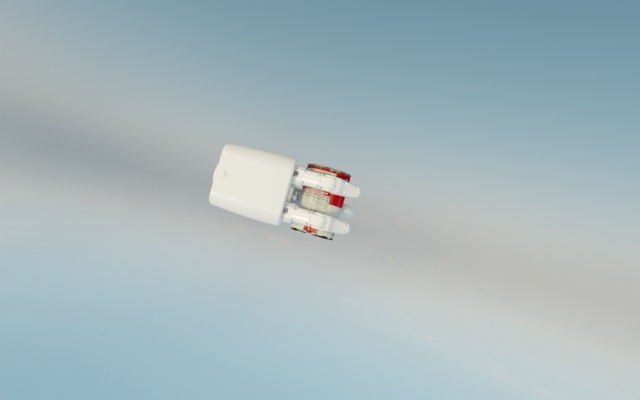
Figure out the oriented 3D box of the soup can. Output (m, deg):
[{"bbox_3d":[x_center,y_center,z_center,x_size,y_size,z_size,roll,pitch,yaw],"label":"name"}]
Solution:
[{"bbox_3d":[0.001,0.003,0.715,0.068,0.102,0.068,16,-2,1],"label":"soup can"}]
